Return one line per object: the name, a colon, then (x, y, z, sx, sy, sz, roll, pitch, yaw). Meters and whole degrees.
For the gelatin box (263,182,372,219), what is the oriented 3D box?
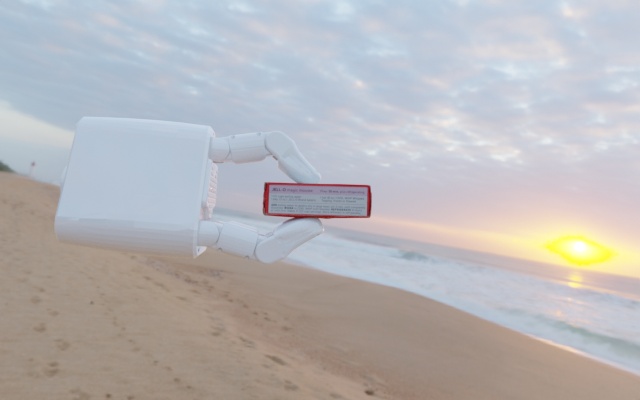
gelatin box: (0.000, 0.001, 0.418, 0.089, 0.030, 0.073, 1, -1, 6)
